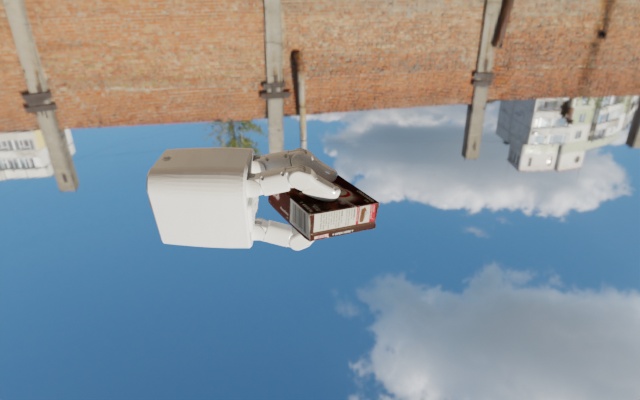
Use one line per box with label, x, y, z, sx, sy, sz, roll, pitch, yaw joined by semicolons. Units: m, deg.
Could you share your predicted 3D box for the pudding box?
pudding box;0.000;0.002;0.562;0.090;0.039;0.113;-10;30;-27
